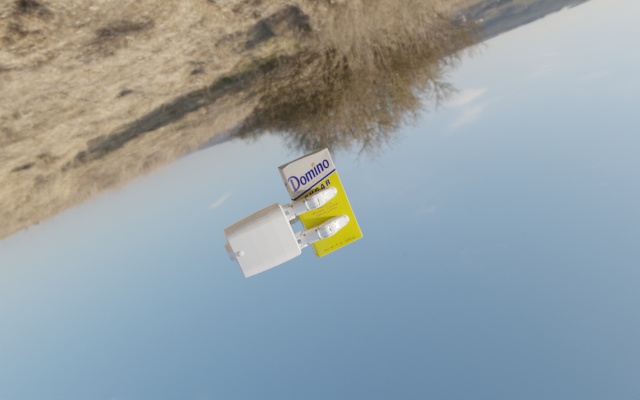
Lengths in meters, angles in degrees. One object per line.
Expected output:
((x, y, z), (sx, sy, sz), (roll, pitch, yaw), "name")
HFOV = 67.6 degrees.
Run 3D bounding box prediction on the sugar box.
((0.000, 0.003, 0.861), (0.093, 0.176, 0.048), (-25, 12, -10), "sugar box")
